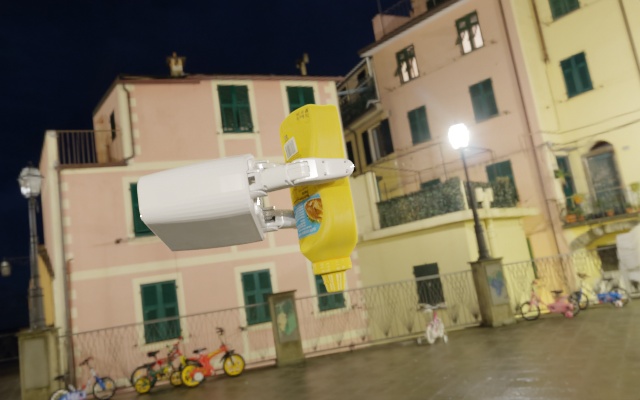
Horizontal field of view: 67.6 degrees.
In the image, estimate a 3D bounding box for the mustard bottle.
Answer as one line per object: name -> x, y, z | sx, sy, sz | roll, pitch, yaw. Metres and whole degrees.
mustard bottle -> 0.000, 0.001, 0.512 | 0.058, 0.191, 0.096 | -5, -10, -26
